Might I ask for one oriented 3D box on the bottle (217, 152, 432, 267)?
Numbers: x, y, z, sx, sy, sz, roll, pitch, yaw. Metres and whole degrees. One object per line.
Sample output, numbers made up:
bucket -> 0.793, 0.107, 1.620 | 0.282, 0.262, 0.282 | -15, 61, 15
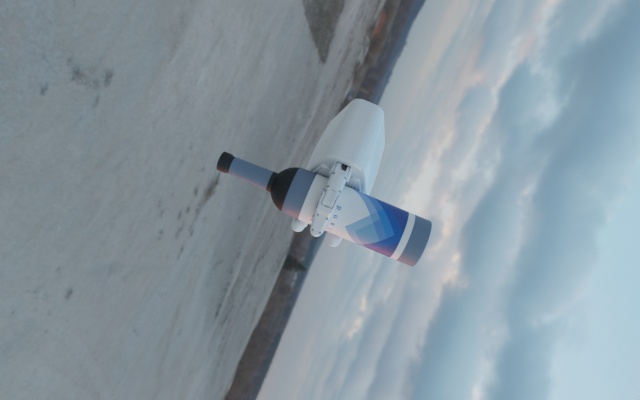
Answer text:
bottle -> 0.000, 0.002, 0.646 | 0.296, 0.069, 0.069 | 23, 0, 1
